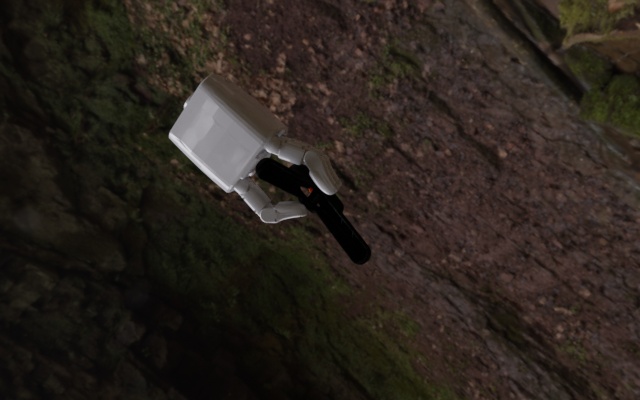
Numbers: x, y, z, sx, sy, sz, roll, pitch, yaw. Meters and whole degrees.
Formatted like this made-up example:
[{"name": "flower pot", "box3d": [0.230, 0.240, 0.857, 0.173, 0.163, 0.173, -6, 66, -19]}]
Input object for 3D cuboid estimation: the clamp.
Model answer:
[{"name": "clamp", "box3d": [-0.001, 0.002, 0.613, 0.164, 0.036, 0.210, 44, 9, -2]}]
